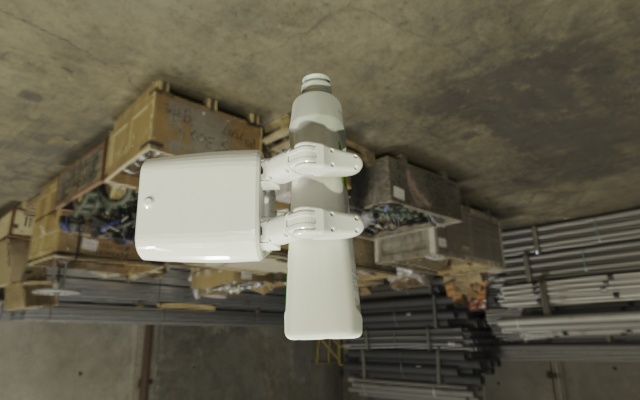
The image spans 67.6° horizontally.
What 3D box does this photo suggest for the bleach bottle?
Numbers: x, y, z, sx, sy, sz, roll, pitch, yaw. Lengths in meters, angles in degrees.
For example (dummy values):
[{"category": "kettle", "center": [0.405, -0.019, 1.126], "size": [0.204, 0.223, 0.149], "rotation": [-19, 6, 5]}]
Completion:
[{"category": "bleach bottle", "center": [0.000, 0.001, 0.454], "size": [0.068, 0.250, 0.102], "rotation": [-3, -17, 3]}]
